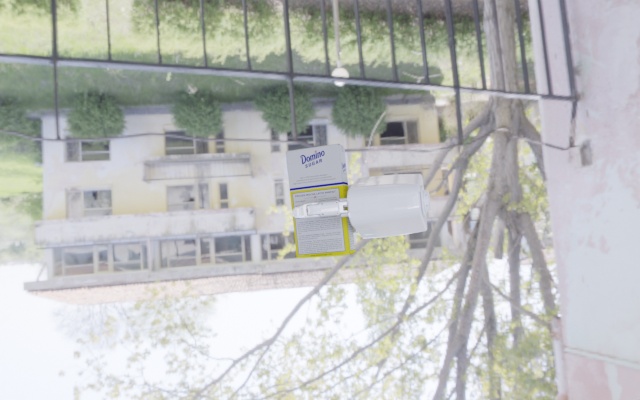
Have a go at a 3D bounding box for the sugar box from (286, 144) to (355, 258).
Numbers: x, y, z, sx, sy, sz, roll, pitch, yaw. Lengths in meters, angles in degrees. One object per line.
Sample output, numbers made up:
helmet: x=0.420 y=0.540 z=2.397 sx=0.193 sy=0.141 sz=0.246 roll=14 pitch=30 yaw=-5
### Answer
sugar box: x=0.000 y=0.003 z=0.774 sx=0.093 sy=0.176 sz=0.048 roll=-6 pitch=-4 yaw=16
